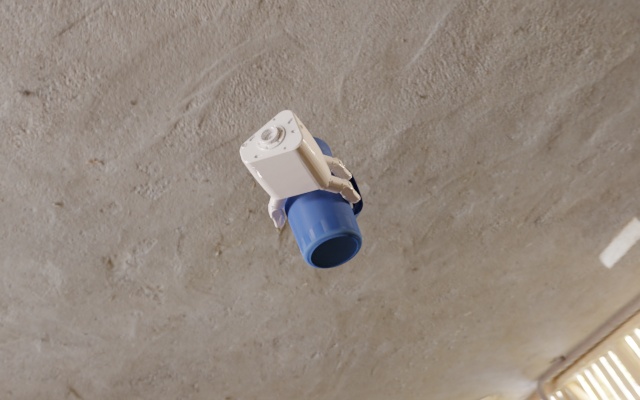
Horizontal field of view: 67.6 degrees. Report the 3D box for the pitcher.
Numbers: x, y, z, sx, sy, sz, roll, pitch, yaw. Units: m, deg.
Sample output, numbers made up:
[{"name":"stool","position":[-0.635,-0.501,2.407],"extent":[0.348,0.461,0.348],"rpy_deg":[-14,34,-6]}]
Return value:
[{"name":"pitcher","position":[0.000,0.003,0.896],"extent":[0.149,0.242,0.145],"rpy_deg":[-27,-40,6]}]
